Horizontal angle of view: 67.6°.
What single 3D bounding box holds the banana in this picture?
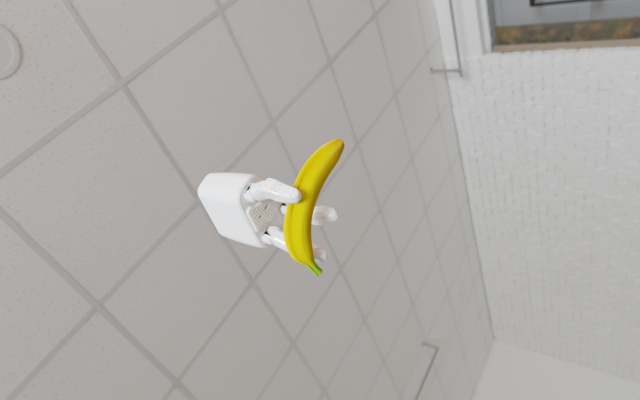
[{"bbox_3d":[-0.014,0.002,0.664,0.069,0.198,0.037,17,-7,-43],"label":"banana"}]
